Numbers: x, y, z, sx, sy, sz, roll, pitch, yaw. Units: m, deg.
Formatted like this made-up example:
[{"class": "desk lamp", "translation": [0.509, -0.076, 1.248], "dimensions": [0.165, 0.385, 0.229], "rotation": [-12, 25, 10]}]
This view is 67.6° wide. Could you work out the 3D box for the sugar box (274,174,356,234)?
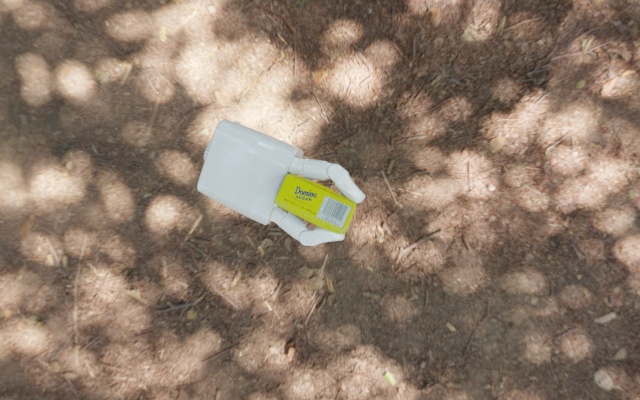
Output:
[{"class": "sugar box", "translation": [0.000, 0.002, 0.644], "dimensions": [0.093, 0.048, 0.176], "rotation": [26, 6, 3]}]
